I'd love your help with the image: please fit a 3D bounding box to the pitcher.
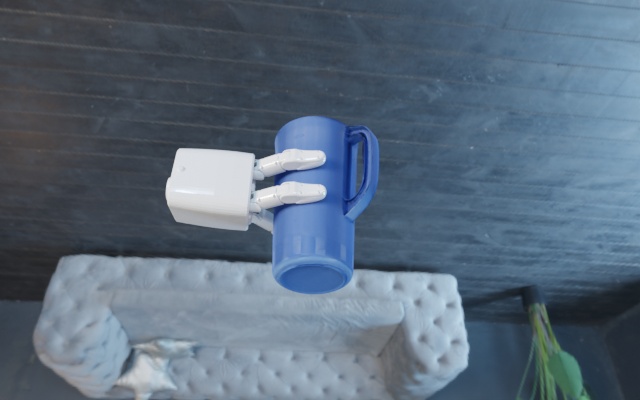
[{"bbox_3d":[0.000,0.002,0.690,0.145,0.242,0.149,7,-35,-9],"label":"pitcher"}]
